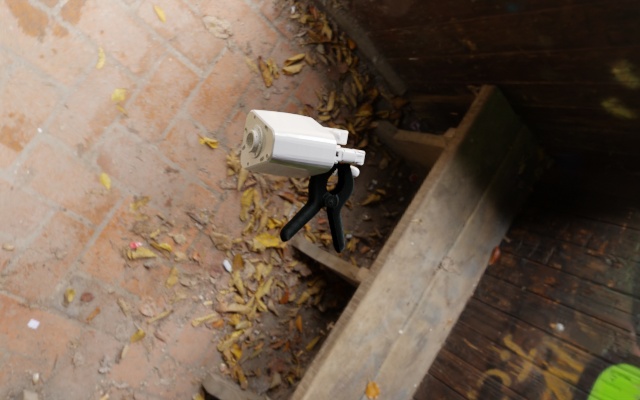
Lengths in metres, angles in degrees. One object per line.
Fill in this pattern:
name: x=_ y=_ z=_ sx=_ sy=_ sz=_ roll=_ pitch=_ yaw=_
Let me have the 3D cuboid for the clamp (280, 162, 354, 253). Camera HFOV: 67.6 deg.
clamp: x=0.001 y=0.003 z=0.775 sx=0.120 sy=0.171 sz=0.039 roll=4 pitch=10 yaw=-34
